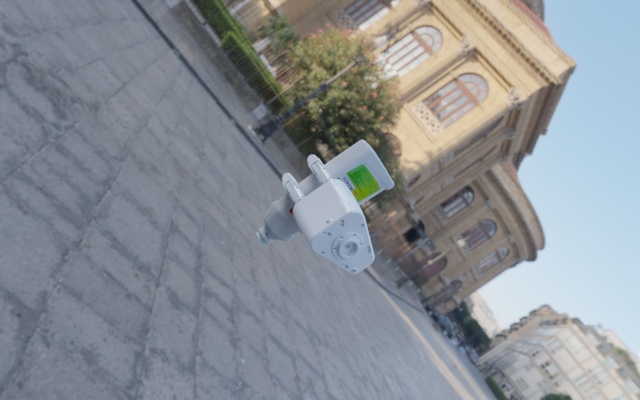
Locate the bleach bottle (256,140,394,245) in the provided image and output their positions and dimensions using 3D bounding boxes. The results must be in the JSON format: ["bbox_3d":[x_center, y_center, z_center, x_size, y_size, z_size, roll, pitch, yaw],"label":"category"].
[{"bbox_3d":[0.000,0.003,0.848,0.251,0.103,0.068,-35,31,3],"label":"bleach bottle"}]
